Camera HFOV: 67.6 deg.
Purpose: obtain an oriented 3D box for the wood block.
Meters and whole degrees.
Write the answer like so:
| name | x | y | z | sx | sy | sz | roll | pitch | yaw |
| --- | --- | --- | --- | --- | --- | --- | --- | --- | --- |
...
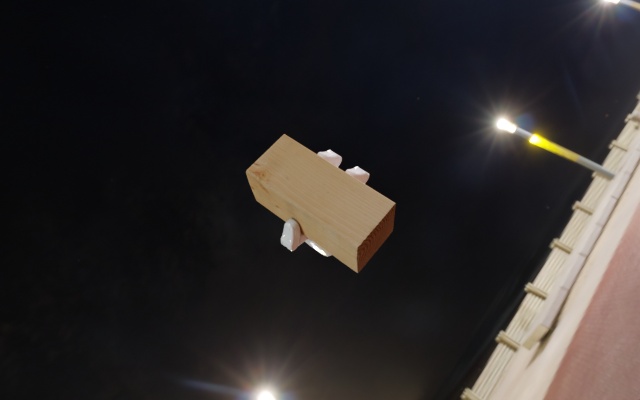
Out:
| name | x | y | z | sx | sy | sz | roll | pitch | yaw |
| --- | --- | --- | --- | --- | --- | --- | --- | --- | --- |
| wood block | 0.000 | 0.003 | 0.714 | 0.206 | 0.090 | 0.090 | 33 | -23 | 22 |
